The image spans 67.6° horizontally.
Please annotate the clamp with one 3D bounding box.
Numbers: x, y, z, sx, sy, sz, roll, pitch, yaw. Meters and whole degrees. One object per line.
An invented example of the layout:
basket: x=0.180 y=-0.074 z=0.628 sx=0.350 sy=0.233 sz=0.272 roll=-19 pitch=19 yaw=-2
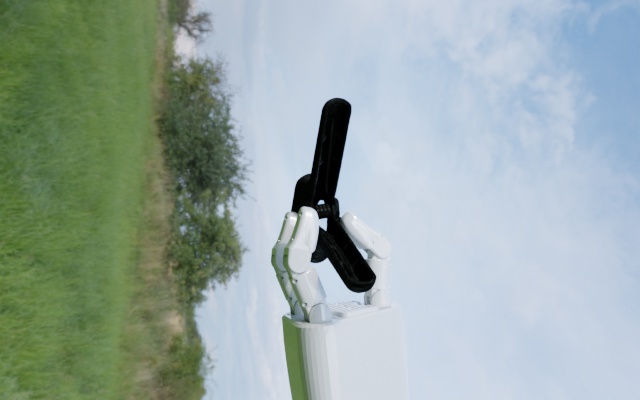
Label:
clamp: x=0.001 y=0.002 z=0.476 sx=0.036 sy=0.164 sz=0.210 roll=-3 pitch=-5 yaw=-16
